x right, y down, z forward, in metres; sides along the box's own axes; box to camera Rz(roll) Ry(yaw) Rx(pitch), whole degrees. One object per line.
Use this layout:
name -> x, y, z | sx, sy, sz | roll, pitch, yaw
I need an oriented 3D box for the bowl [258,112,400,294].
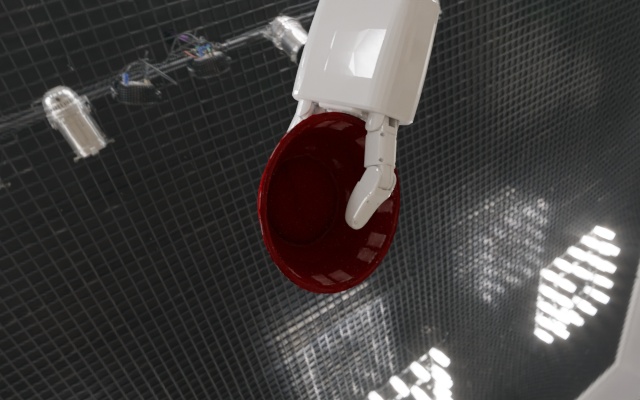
bowl -> -0.001, 0.003, 0.442 | 0.162, 0.162, 0.055 | 0, 3, -39
